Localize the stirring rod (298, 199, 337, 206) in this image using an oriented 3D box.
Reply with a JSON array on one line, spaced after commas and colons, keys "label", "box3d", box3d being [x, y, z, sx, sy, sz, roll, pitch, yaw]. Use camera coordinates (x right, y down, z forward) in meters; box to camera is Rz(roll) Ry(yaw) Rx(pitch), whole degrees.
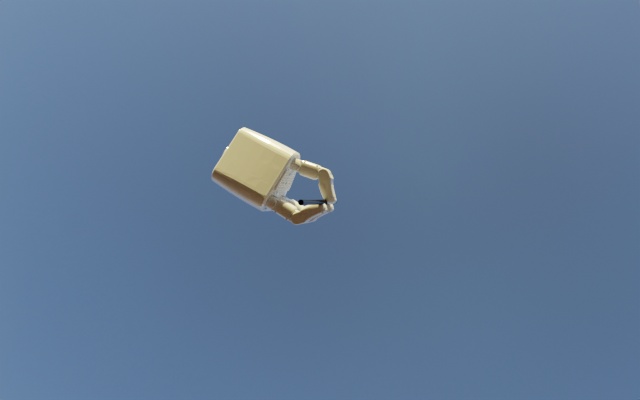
[{"label": "stirring rod", "box3d": [0.000, 0.002, 0.746, 0.011, 0.011, 0.239, 0, 0, 13]}]
